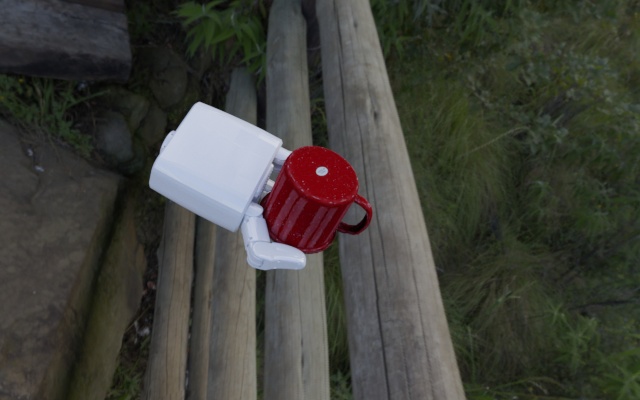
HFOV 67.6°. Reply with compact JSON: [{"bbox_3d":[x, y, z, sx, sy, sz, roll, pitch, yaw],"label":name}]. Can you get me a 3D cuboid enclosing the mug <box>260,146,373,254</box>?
[{"bbox_3d":[0.001,0.002,0.510,0.117,0.093,0.081,25,-45,-6],"label":"mug"}]
